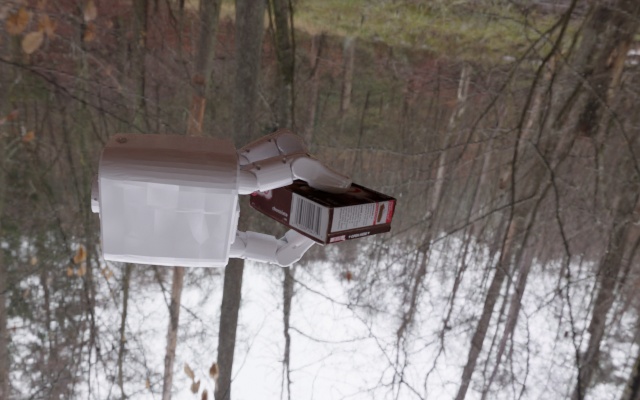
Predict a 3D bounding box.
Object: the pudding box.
[{"bbox_3d":[0.000,0.002,0.454,0.090,0.039,0.113,-8,24,-43],"label":"pudding box"}]
